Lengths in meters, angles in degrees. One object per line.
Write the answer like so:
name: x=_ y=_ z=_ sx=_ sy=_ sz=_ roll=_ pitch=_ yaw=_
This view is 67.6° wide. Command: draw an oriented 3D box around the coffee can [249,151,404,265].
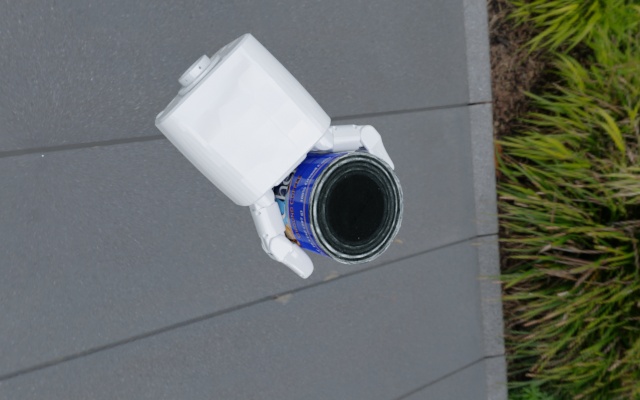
coffee can: x=0.000 y=0.002 z=0.487 sx=0.103 sy=0.103 sz=0.140 roll=0 pitch=5 yaw=-30
